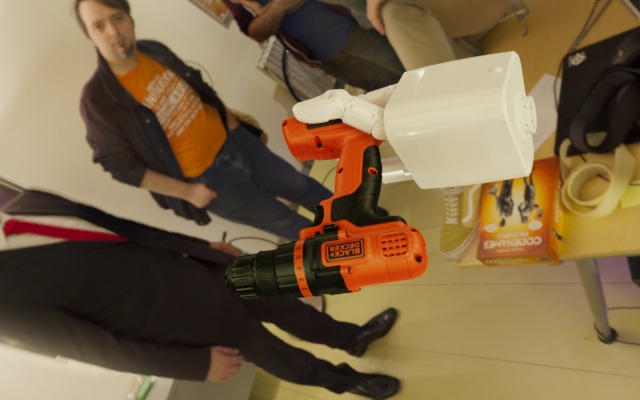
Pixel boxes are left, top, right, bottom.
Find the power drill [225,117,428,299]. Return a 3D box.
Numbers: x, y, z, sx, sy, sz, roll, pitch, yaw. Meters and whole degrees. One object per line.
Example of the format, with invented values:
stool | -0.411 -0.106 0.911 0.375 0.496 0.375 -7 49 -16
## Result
power drill | 0.000 0.001 0.462 0.184 0.187 0.057 -9 -31 11
